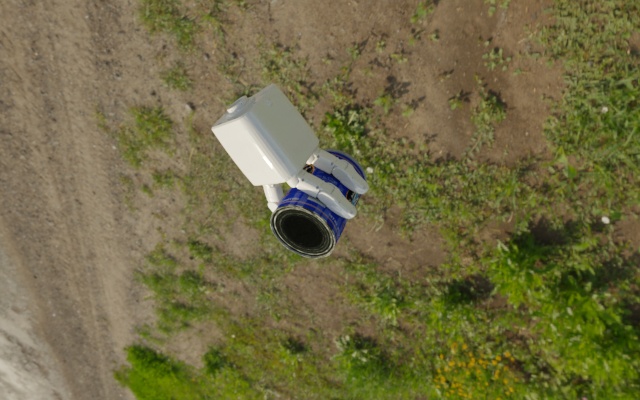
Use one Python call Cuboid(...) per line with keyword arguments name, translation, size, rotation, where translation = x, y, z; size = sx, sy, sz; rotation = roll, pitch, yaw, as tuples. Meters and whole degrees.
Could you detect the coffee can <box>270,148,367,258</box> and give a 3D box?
Cuboid(name="coffee can", translation=(0.000, 0.002, 0.724), size=(0.103, 0.103, 0.140), rotation=(0, 40, 29))
